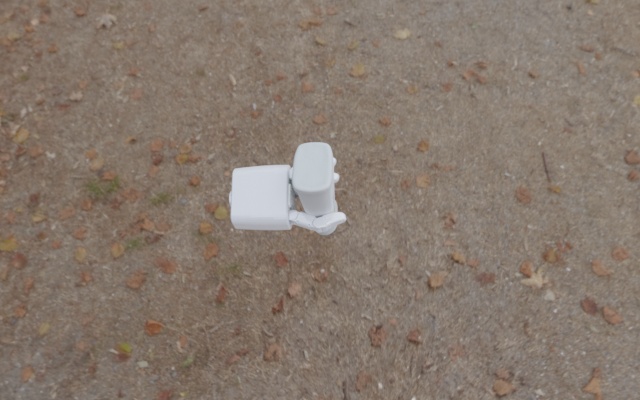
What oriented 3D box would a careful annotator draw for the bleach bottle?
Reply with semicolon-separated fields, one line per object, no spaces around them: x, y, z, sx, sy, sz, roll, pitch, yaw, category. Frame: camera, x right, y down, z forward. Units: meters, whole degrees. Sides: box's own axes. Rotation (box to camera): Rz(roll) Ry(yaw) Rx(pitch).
0.000;0.003;0.890;0.068;0.102;0.251;-1;-30;7;bleach bottle
